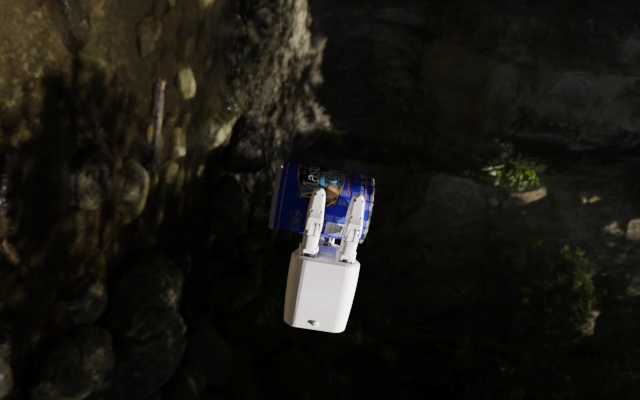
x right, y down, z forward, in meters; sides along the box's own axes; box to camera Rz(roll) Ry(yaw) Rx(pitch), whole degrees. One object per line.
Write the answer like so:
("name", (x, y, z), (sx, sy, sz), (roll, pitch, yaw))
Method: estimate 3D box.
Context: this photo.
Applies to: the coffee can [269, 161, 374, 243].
("coffee can", (0.000, 0.002, 0.713), (0.140, 0.103, 0.103), (9, -1, -3))
